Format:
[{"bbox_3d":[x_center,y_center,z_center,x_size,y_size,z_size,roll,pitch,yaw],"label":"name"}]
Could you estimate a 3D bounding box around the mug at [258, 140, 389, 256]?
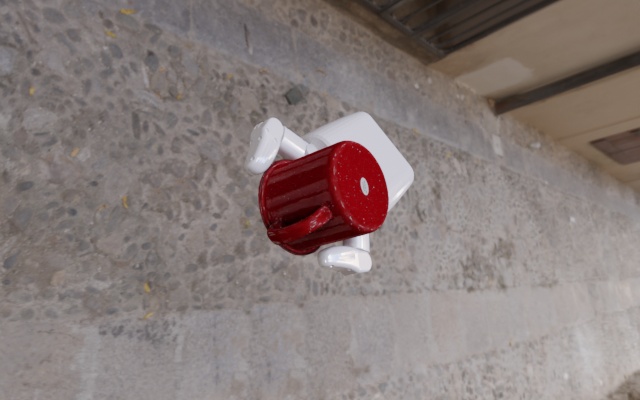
[{"bbox_3d":[-0.001,0.002,0.412,0.081,0.093,0.117,-18,14,39],"label":"mug"}]
